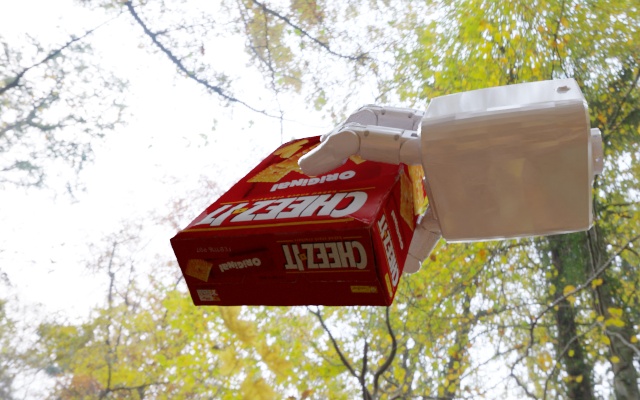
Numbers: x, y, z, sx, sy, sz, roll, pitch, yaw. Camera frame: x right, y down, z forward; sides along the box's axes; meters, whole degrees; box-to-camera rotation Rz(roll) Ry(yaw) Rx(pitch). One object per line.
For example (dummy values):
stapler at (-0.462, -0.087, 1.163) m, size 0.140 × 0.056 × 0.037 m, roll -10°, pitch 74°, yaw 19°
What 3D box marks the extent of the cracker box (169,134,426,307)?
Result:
cracker box at (0.000, 0.001, 0.420) m, size 0.164 × 0.072 × 0.213 m, roll -6°, pitch 23°, yaw 24°
